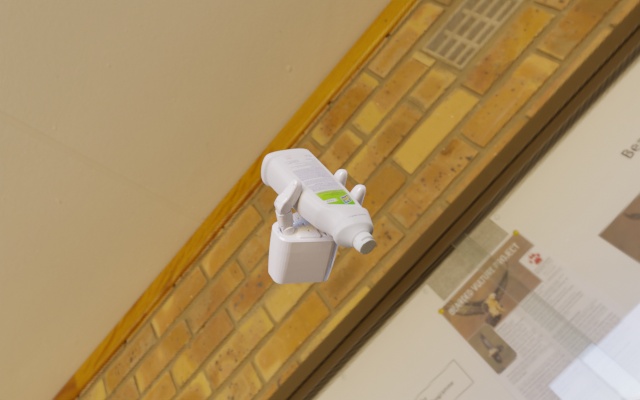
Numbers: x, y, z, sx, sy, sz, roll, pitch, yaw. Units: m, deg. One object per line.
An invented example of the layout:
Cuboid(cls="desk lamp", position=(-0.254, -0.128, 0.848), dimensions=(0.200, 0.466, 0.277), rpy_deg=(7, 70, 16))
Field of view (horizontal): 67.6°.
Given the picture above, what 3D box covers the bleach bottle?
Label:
Cuboid(cls="bleach bottle", position=(0.000, 0.003, 0.788), dimensions=(0.102, 0.068, 0.250), rpy_deg=(-13, 40, -29))
